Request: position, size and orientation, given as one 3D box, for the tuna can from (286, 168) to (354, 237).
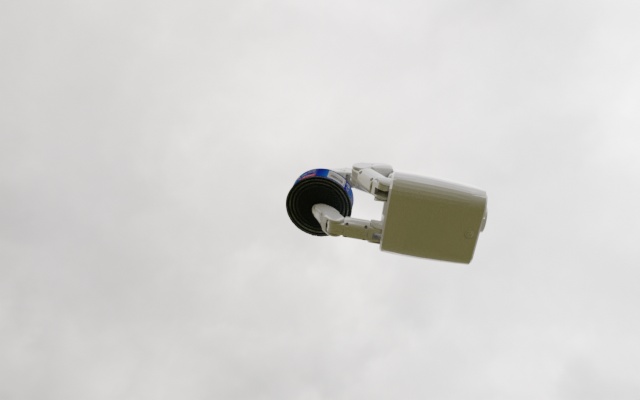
[{"bbox_3d":[0.000,0.002,0.621,0.086,0.086,0.033,0,26,11],"label":"tuna can"}]
